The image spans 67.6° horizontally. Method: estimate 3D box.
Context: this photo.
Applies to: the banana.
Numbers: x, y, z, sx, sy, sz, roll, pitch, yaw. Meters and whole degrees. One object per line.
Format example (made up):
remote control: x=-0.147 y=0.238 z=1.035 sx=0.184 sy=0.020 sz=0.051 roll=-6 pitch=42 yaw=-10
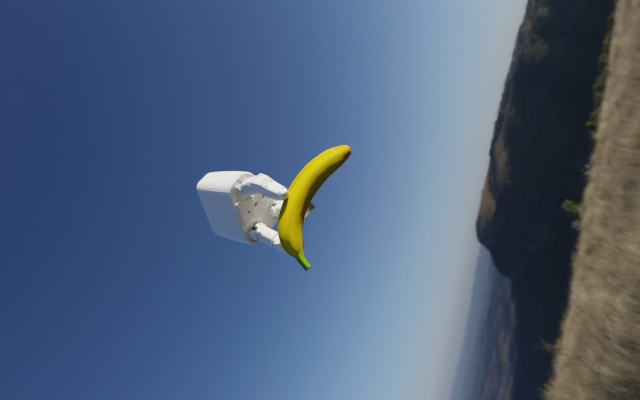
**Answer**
banana: x=-0.017 y=-0.002 z=0.702 sx=0.069 sy=0.197 sz=0.037 roll=24 pitch=-11 yaw=-18
